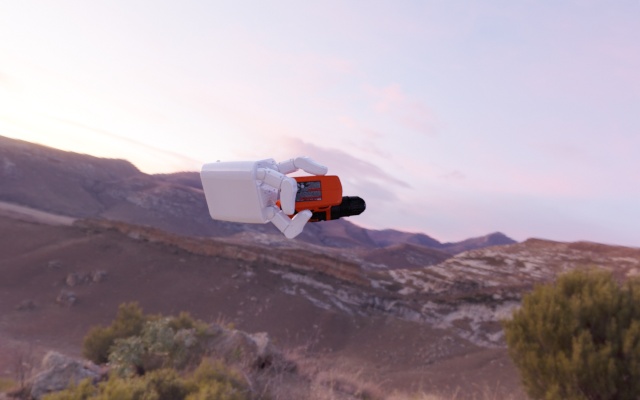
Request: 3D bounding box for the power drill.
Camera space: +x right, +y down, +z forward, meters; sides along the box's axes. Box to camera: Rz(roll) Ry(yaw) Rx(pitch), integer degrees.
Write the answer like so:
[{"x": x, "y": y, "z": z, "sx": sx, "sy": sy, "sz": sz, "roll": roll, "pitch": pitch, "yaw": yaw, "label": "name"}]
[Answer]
[{"x": 0.000, "y": 0.003, "z": 0.890, "sx": 0.184, "sy": 0.057, "sz": 0.188, "roll": -6, "pitch": -13, "yaw": -1, "label": "power drill"}]
